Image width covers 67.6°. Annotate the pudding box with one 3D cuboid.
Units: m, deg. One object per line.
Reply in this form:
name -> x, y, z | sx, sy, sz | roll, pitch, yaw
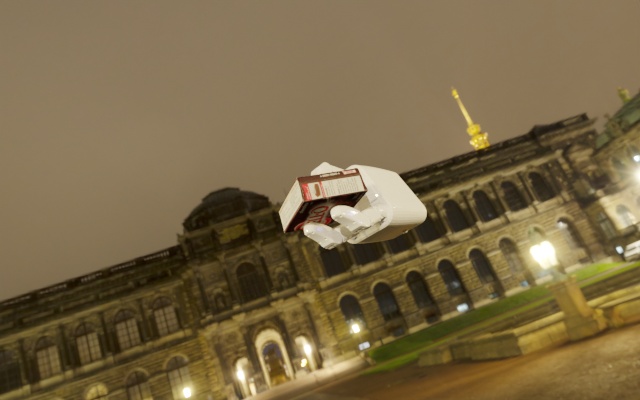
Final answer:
pudding box -> 0.000, 0.002, 0.640 | 0.090, 0.039, 0.113 | -11, -22, -21
